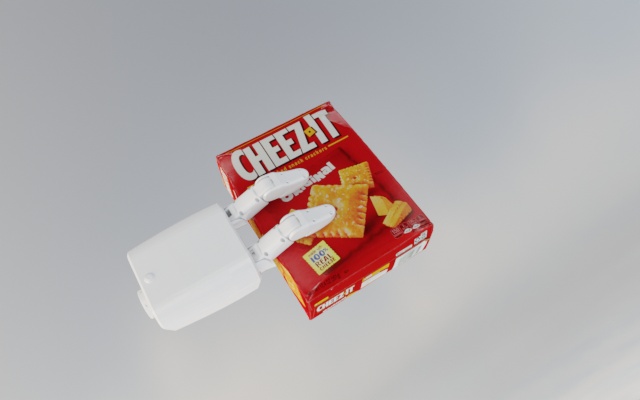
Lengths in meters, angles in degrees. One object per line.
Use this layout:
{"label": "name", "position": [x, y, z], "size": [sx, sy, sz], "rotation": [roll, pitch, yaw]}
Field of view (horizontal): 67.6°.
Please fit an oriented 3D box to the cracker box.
{"label": "cracker box", "position": [0.000, 0.002, 0.557], "size": [0.164, 0.213, 0.072], "rotation": [-29, -26, -15]}
